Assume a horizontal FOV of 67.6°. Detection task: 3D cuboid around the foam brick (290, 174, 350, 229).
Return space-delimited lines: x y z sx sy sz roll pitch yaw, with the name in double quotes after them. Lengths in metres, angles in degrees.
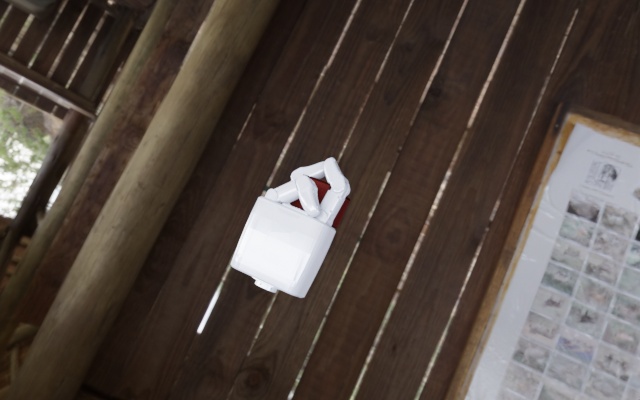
0.000 0.002 0.713 0.053 0.051 0.078 19 -8 29 "foam brick"
